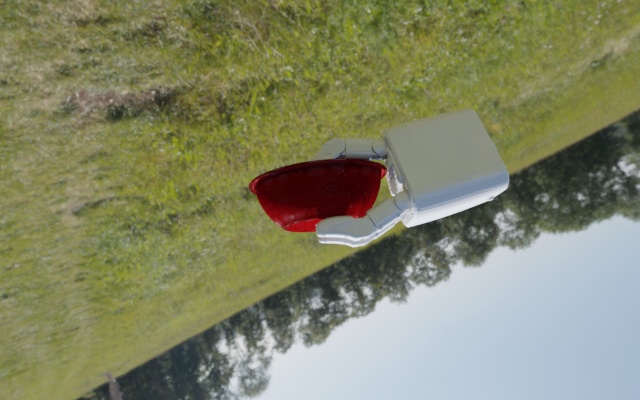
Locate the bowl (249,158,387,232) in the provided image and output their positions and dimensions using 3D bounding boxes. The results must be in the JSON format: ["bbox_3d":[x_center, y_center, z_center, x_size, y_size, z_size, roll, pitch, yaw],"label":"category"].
[{"bbox_3d":[-0.001,0.002,0.551,0.162,0.055,0.162,-6,-12,-1],"label":"bowl"}]
